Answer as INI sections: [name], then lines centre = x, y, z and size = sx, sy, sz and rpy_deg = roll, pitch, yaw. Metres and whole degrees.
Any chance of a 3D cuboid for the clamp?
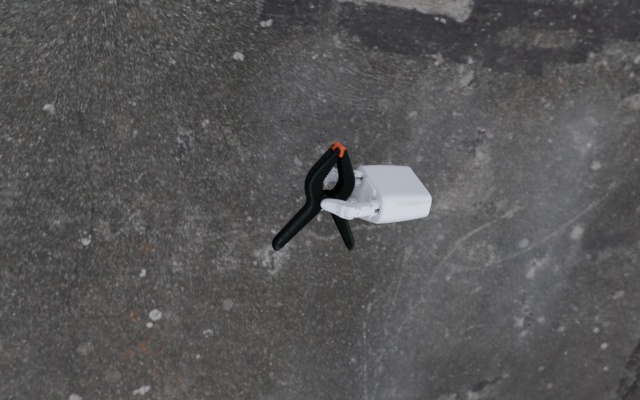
[clamp]
centre = 0.001, 0.003, 0.831
size = 0.164, 0.210, 0.036
rpy_deg = -4, 26, -26
